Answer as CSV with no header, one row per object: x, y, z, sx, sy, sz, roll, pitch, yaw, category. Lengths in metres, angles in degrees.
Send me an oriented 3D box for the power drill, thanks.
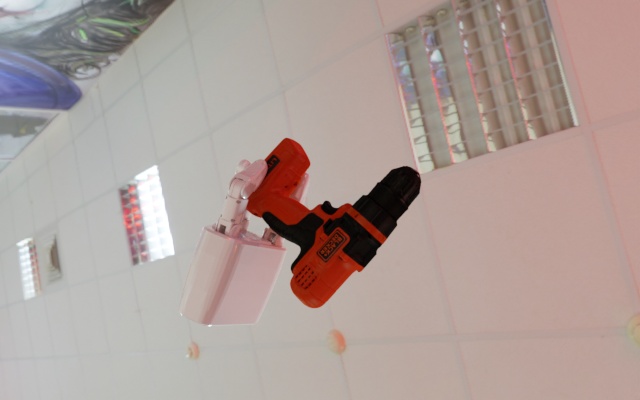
0.000,0.002,0.549,0.187,0.184,0.057,42,-1,40,power drill
